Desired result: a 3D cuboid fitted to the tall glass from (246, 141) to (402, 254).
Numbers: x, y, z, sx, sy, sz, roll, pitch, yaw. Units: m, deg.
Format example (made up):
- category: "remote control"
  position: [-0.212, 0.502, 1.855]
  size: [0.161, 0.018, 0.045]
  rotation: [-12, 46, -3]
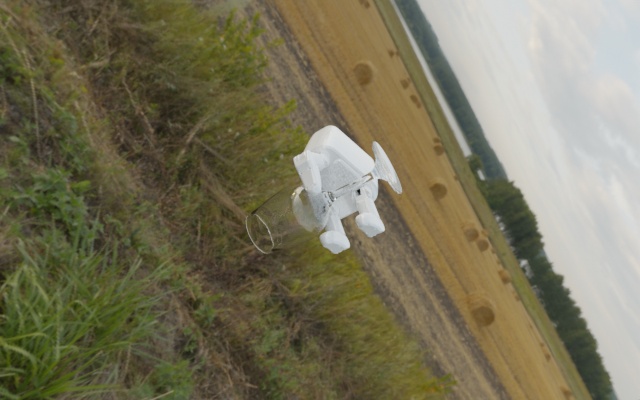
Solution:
- category: "tall glass"
  position: [0.001, 0.002, 0.627]
  size: [0.201, 0.079, 0.079]
  rotation: [-27, -9, 18]
